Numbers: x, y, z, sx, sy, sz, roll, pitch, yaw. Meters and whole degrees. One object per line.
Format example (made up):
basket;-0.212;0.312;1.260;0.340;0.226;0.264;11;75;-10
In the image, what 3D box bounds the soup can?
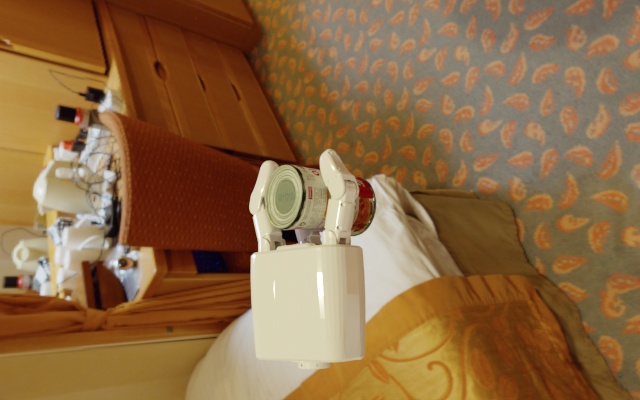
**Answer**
soup can;0.000;0.001;0.508;0.102;0.068;0.068;8;-5;-40
